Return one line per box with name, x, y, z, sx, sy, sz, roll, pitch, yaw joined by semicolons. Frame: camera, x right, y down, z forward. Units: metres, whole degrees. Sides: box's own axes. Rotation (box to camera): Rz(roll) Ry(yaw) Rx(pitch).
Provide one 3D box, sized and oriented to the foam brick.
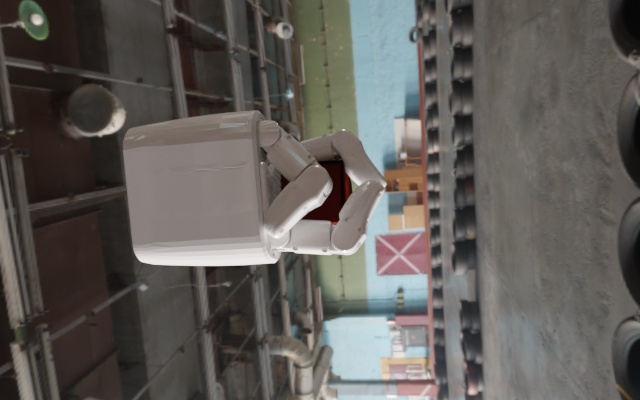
foam brick;0.000;0.002;0.414;0.051;0.053;0.078;-5;-14;9
